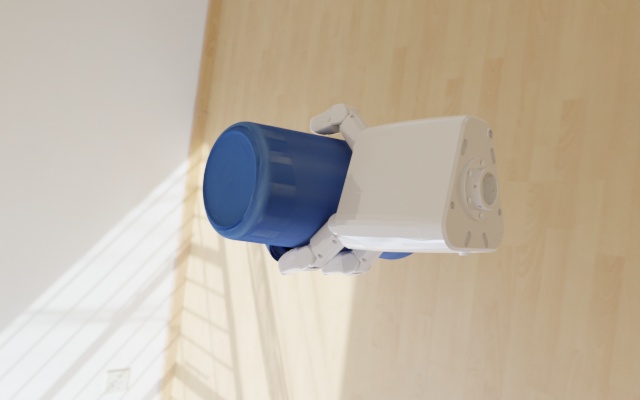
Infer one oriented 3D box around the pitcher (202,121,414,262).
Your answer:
[{"bbox_3d":[0.000,0.002,0.509,0.243,0.149,0.145,8,-6,-43],"label":"pitcher"}]
